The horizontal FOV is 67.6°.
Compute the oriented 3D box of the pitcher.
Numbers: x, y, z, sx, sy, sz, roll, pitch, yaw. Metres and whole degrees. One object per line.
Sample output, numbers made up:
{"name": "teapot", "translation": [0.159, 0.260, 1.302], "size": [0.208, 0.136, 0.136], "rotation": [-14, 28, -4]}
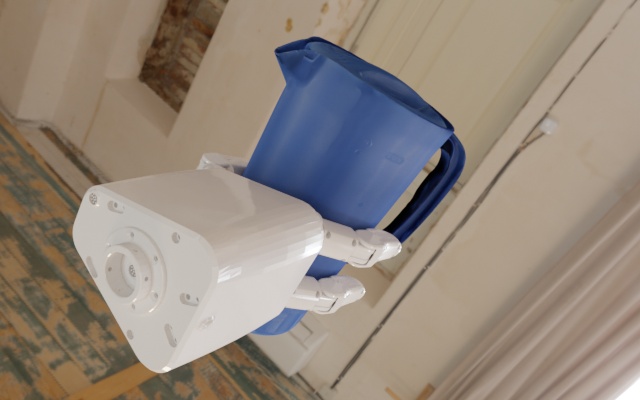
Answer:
{"name": "pitcher", "translation": [0.000, 0.001, 0.413], "size": [0.149, 0.243, 0.145], "rotation": [40, 23, 18]}
